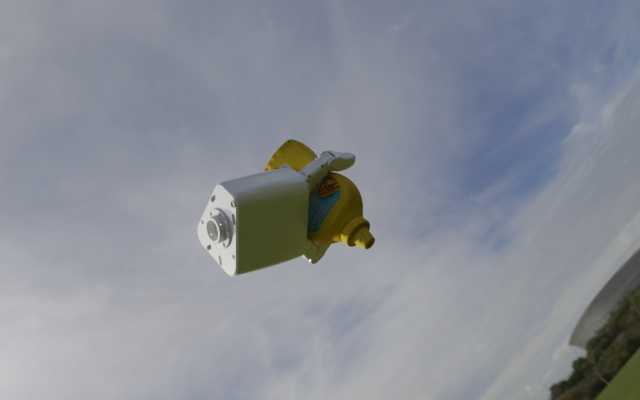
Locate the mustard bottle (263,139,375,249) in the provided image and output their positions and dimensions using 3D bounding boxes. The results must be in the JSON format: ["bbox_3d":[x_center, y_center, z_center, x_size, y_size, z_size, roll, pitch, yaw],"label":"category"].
[{"bbox_3d":[0.000,0.002,0.643,0.191,0.096,0.058,40,13,33],"label":"mustard bottle"}]
